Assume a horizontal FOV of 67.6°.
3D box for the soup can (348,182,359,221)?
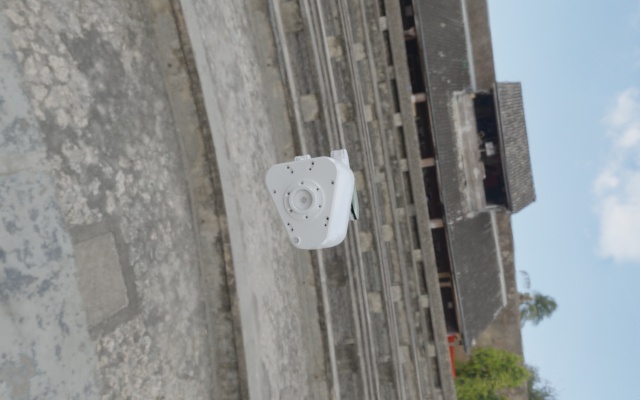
[{"bbox_3d":[0.001,0.002,0.700,0.102,0.068,0.068,-9,-2,11],"label":"soup can"}]
